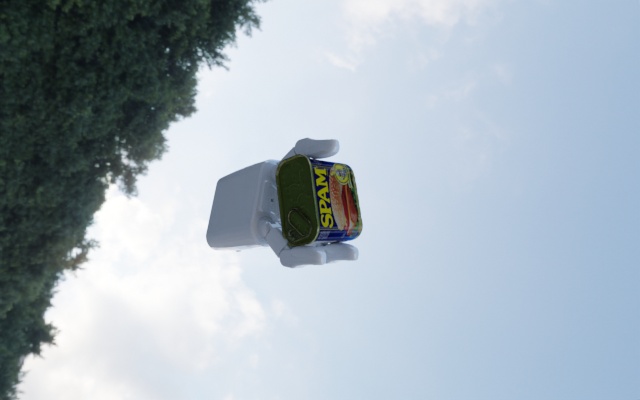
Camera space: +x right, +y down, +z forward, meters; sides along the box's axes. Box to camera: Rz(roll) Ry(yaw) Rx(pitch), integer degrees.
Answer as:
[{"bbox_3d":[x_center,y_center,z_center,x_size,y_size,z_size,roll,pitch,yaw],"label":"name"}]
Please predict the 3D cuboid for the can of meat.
[{"bbox_3d":[0.000,0.002,0.563,0.057,0.102,0.084,-16,-13,41],"label":"can of meat"}]
